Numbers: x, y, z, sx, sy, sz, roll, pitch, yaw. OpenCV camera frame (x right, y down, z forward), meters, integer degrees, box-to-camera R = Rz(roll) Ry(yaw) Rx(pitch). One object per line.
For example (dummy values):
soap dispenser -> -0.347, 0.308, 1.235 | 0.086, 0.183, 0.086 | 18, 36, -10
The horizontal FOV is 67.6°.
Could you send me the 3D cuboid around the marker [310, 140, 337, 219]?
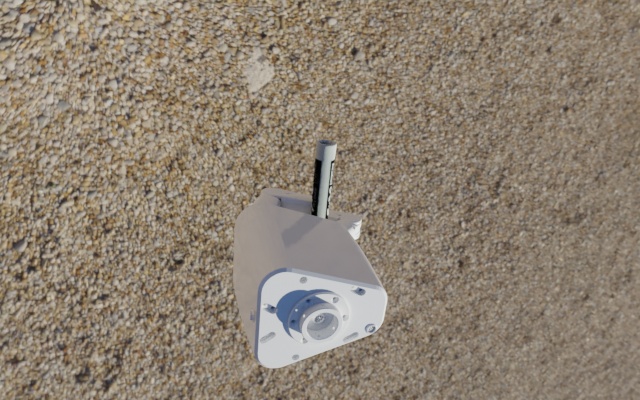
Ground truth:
marker -> 0.000, 0.001, 0.463 | 0.020, 0.121, 0.020 | 5, 24, -2
